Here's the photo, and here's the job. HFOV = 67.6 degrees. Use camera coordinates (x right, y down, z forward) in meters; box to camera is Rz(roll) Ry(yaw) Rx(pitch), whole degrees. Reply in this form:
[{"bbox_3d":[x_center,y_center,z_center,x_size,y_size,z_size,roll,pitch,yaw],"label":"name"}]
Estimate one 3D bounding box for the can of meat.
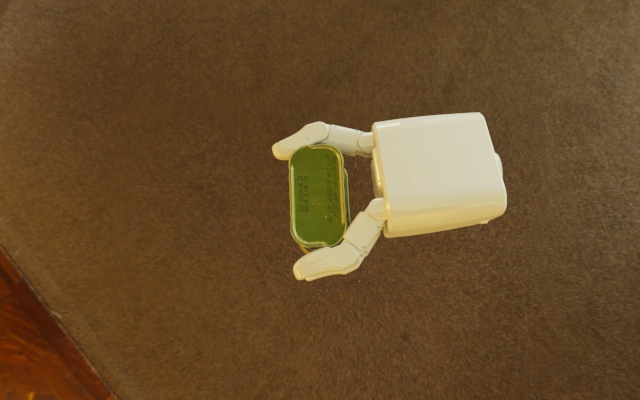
[{"bbox_3d":[0.000,0.001,0.474,0.057,0.102,0.084,-4,-10,3],"label":"can of meat"}]
